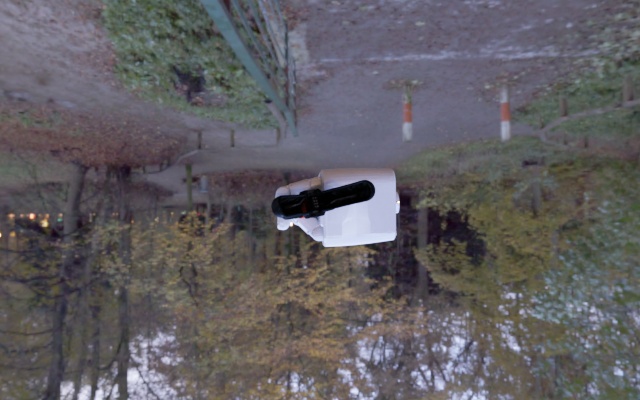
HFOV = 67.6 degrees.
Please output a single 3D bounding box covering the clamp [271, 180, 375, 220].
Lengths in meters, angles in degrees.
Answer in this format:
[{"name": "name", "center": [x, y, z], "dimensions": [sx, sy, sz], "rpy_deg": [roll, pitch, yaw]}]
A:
[{"name": "clamp", "center": [0.000, 0.003, 0.604], "dimensions": [0.120, 0.039, 0.171], "rpy_deg": [-6, -1, -4]}]
